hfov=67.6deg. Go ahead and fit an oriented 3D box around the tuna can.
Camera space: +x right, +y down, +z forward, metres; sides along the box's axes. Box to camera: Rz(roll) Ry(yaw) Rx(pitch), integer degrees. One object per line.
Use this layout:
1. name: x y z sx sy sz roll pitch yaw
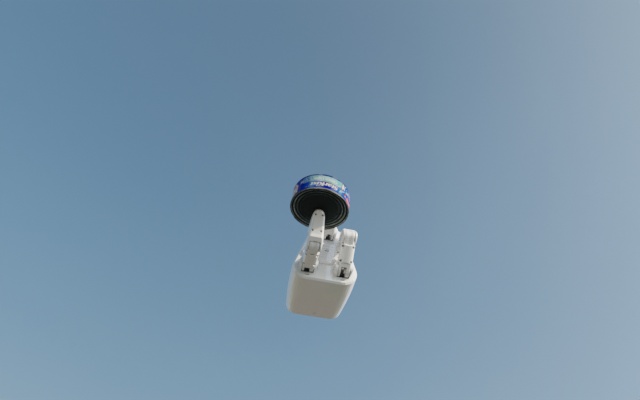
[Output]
1. tuna can: 0.000 0.002 0.699 0.086 0.086 0.033 5 45 5
